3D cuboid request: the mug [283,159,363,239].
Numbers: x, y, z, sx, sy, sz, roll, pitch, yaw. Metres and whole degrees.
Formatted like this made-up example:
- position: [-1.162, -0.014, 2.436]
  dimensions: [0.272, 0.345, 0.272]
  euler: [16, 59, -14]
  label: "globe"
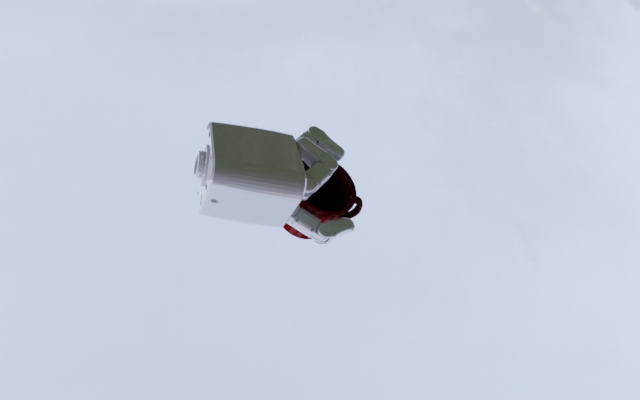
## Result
- position: [0.001, 0.002, 0.652]
  dimensions: [0.117, 0.093, 0.081]
  euler: [11, -37, -22]
  label: "mug"
